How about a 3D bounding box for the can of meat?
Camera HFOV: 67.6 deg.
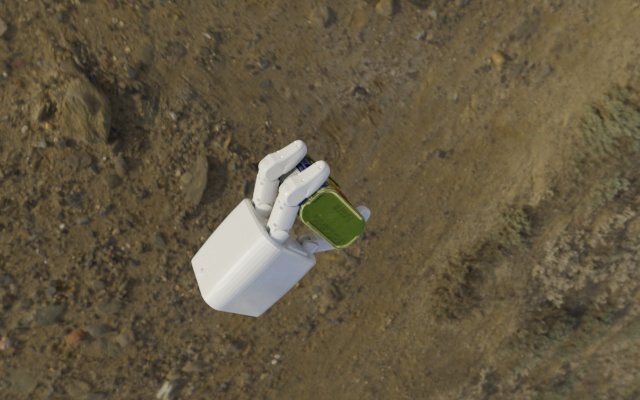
[{"bbox_3d":[0.000,0.002,0.575,0.102,0.057,0.084,42,7,-41],"label":"can of meat"}]
